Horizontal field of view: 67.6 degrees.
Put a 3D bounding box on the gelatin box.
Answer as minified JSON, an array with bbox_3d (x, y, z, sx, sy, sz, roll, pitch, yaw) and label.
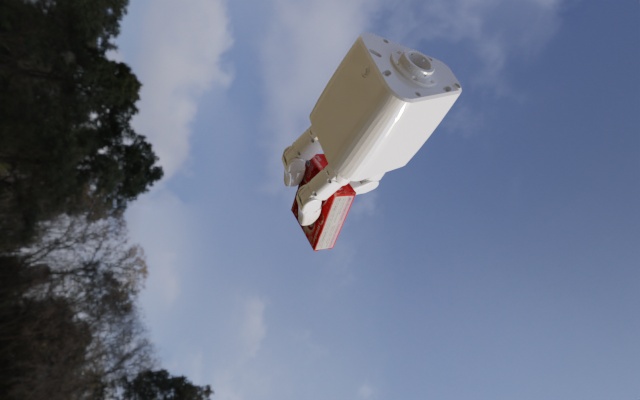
[{"bbox_3d":[0.000,0.002,0.554,0.030,0.089,0.073,-5,43,-29],"label":"gelatin box"}]
